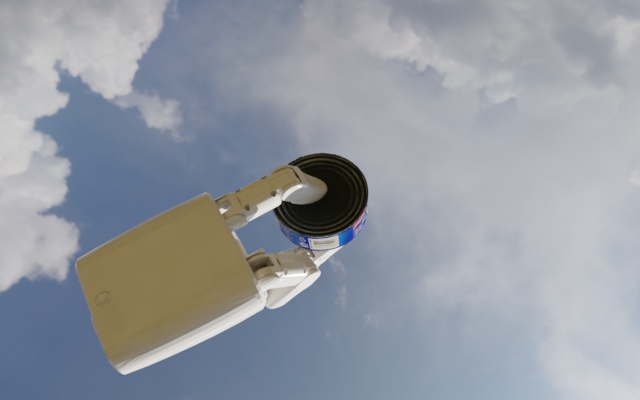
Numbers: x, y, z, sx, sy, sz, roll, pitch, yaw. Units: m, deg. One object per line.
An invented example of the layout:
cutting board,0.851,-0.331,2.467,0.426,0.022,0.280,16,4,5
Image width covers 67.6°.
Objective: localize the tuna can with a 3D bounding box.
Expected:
tuna can,0.000,0.002,0.429,0.086,0.086,0.034,0,-30,5
